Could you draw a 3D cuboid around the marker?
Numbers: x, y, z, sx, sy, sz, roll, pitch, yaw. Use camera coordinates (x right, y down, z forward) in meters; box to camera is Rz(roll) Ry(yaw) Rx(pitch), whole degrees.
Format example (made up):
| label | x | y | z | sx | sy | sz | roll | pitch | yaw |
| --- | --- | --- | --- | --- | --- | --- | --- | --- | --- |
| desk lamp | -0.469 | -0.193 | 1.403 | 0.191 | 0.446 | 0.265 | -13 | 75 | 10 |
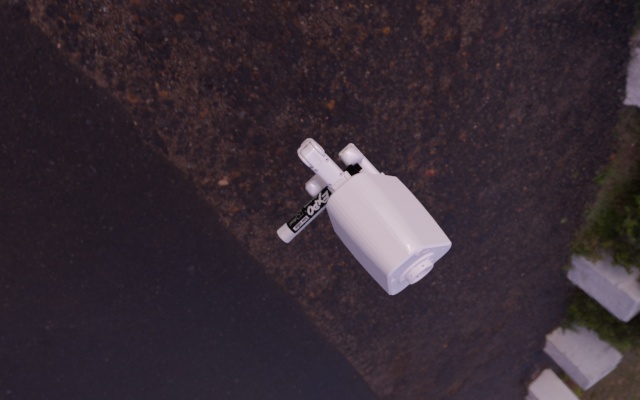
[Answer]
| label | x | y | z | sx | sy | sz | roll | pitch | yaw |
| --- | --- | --- | --- | --- | --- | --- | --- | --- | --- |
| marker | 0.000 | 0.002 | 0.538 | 0.121 | 0.020 | 0.020 | -43 | -8 | 9 |
